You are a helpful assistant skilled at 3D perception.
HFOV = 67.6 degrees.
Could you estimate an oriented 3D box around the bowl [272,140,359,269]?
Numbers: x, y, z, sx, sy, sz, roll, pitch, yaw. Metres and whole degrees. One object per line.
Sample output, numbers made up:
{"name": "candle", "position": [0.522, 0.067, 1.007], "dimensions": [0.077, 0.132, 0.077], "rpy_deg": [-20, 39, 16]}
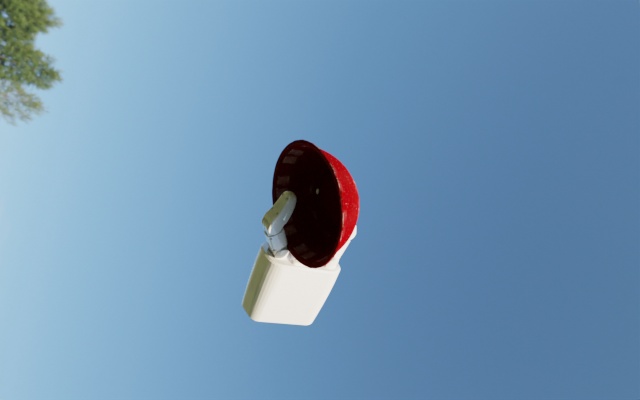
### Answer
{"name": "bowl", "position": [0.001, 0.001, 0.608], "dimensions": [0.055, 0.162, 0.162], "rpy_deg": [-9, 5, -33]}
